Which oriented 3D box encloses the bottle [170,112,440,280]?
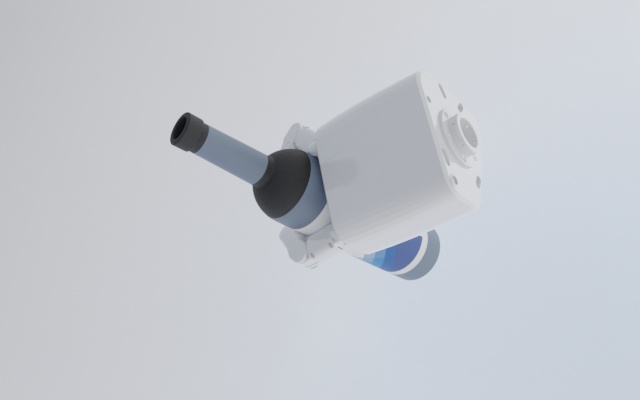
[{"bbox_3d":[0.000,0.002,0.441,0.296,0.069,0.069,28,-18,-37],"label":"bottle"}]
